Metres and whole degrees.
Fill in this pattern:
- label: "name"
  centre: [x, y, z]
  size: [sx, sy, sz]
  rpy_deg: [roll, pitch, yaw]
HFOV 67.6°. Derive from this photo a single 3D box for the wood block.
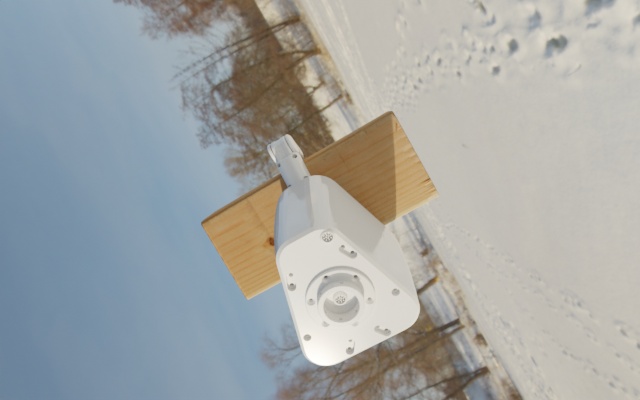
- label: "wood block"
  centre: [0.000, 0.001, 0.480]
  size: [0.206, 0.091, 0.090]
  rpy_deg: [-29, 6, 8]
